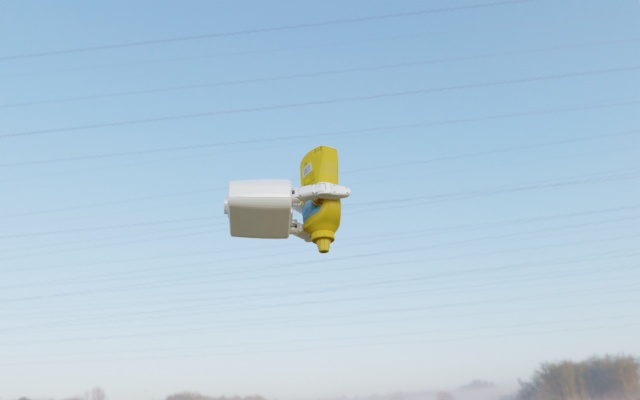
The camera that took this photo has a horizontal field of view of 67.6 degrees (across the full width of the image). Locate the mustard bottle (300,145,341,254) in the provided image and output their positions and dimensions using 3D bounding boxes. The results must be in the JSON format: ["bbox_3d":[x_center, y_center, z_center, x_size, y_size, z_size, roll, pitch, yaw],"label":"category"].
[{"bbox_3d":[0.000,0.003,0.860,0.058,0.191,0.096,13,-31,-28],"label":"mustard bottle"}]
